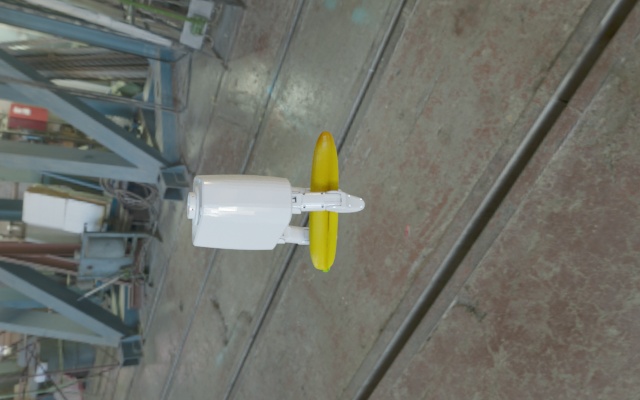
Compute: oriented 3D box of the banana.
[{"bbox_3d":[0.003,0.009,0.630,0.037,0.198,0.069,1,10,-8],"label":"banana"}]
